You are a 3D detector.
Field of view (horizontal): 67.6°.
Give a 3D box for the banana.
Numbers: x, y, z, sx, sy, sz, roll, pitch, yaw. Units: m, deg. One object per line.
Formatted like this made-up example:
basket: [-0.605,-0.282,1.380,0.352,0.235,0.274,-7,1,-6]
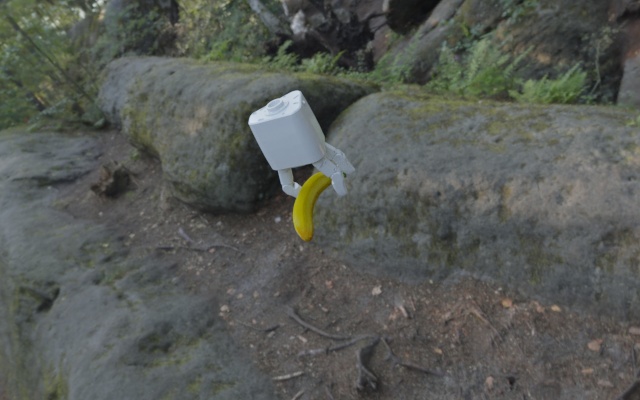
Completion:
banana: [-0.015,0.001,0.908,0.069,0.037,0.197,0,41,29]
